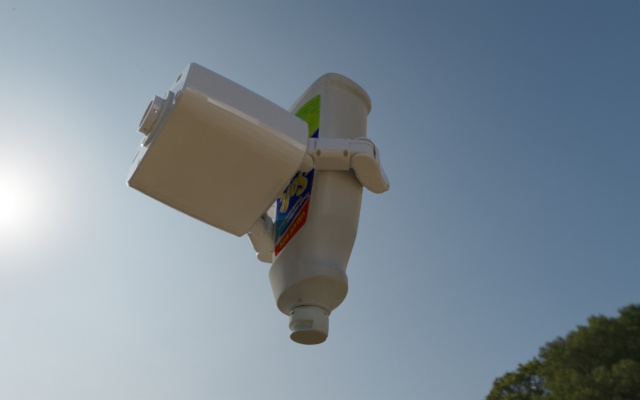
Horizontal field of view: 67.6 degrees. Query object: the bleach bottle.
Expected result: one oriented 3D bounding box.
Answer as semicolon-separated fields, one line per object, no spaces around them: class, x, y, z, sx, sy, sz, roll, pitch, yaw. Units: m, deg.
bleach bottle;0.000;0.001;0.431;0.068;0.250;0.103;28;-45;-28
